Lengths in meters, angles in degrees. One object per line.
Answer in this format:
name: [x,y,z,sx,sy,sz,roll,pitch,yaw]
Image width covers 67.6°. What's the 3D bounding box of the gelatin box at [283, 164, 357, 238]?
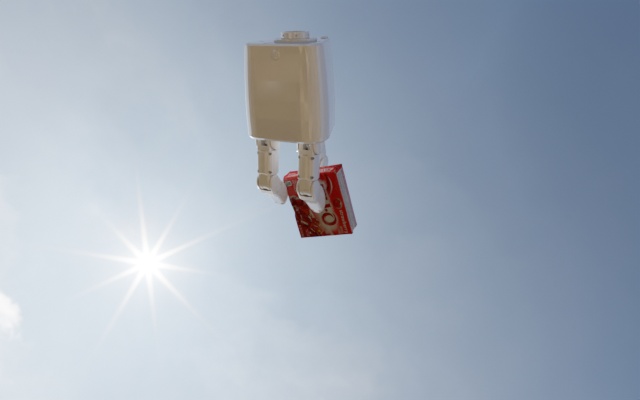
gelatin box: [0.000,0.002,0.611,0.073,0.089,0.030,-6,22,23]
